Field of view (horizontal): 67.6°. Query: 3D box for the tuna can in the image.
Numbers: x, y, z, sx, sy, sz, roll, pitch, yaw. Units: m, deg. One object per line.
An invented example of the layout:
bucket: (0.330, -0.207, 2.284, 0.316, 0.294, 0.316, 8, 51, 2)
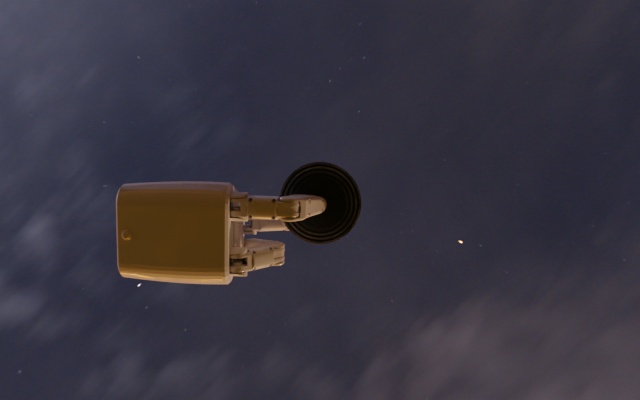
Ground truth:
tuna can: (0.000, 0.002, 0.511, 0.086, 0.086, 0.034, 0, 5, 2)
